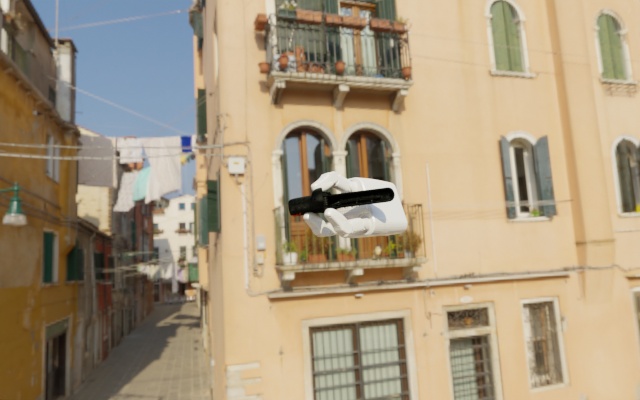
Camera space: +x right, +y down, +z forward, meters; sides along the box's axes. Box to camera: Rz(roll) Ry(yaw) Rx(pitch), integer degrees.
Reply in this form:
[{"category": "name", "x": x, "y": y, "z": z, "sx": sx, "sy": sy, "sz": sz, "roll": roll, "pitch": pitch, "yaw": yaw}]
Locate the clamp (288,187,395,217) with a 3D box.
[{"category": "clamp", "x": 0.000, "y": 0.002, "z": 0.835, "sx": 0.164, "sy": 0.036, "sz": 0.210, "roll": 1, "pitch": -9, "yaw": -43}]
